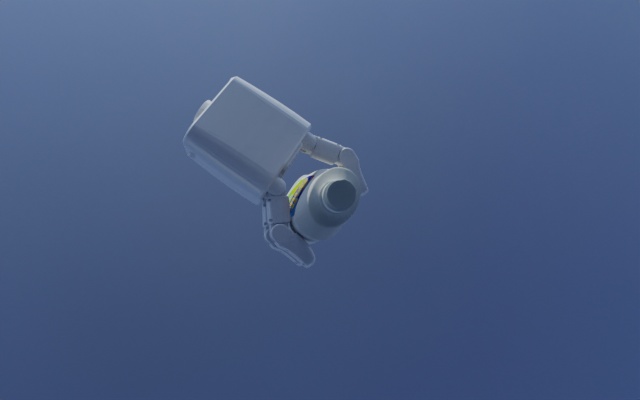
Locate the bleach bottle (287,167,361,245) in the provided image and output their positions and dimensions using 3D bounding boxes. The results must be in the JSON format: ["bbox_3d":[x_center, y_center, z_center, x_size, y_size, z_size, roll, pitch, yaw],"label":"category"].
[{"bbox_3d":[0.000,0.002,0.563,0.068,0.102,0.251,33,-12,-6],"label":"bleach bottle"}]
